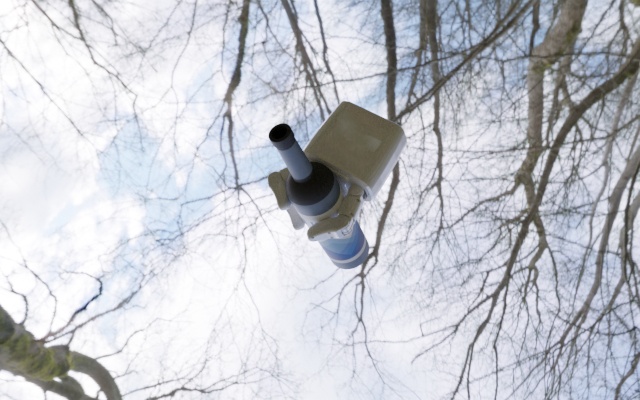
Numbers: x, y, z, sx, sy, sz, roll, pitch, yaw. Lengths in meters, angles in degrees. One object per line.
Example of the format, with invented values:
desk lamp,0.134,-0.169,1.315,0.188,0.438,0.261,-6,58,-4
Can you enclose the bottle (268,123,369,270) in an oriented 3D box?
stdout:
bottle,0.000,0.002,0.647,0.069,0.069,0.296,0,-32,22
